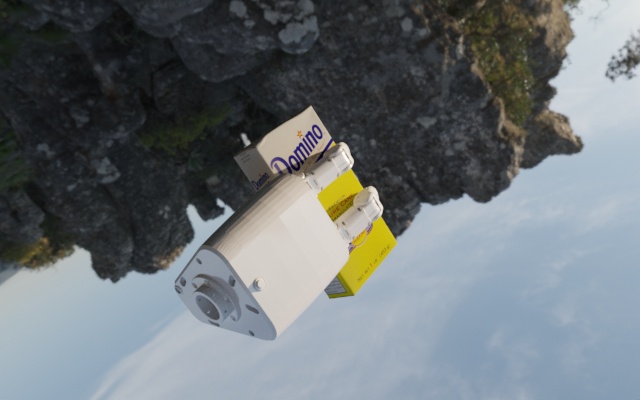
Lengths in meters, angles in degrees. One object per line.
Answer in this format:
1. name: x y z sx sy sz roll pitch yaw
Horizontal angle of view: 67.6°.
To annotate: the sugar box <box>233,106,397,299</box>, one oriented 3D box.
1. sugar box: 0.000 0.002 0.487 0.048 0.176 0.093 -17 20 48
